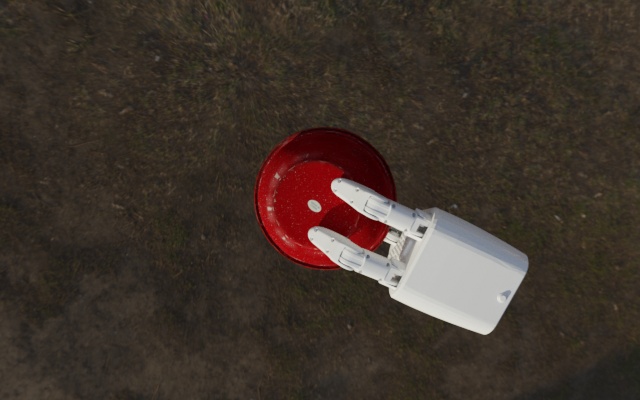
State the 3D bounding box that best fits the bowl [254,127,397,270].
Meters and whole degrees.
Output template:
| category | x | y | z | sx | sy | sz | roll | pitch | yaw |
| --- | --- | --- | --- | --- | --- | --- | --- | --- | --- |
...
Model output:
| category | x | y | z | sx | sy | sz | roll | pitch | yaw |
| --- | --- | --- | --- | --- | --- | --- | --- | --- | --- |
| bowl | -0.001 | 0.001 | 0.511 | 0.162 | 0.162 | 0.055 | 0 | 6 | 9 |
